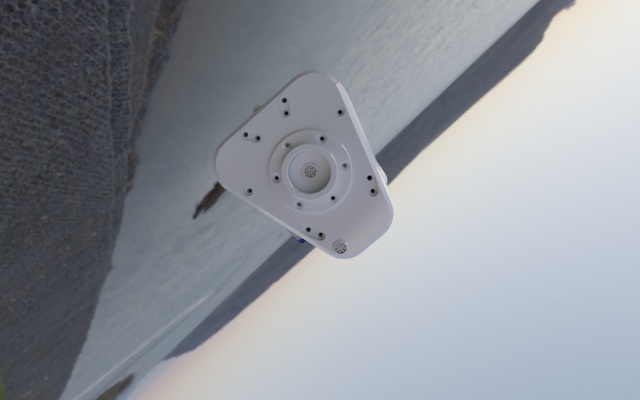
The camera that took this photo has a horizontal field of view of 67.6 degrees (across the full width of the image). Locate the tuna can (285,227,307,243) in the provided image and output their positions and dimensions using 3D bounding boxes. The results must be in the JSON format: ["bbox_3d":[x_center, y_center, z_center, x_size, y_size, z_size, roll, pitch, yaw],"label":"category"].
[{"bbox_3d":[0.000,0.002,0.467,0.086,0.034,0.086,-43,4,4],"label":"tuna can"}]
